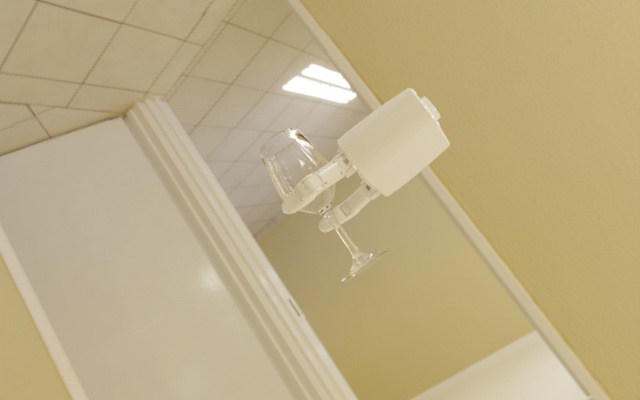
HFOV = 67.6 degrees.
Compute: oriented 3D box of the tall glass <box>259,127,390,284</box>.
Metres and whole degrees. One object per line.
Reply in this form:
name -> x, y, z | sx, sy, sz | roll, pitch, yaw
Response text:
tall glass -> 0.000, 0.003, 0.611 | 0.079, 0.201, 0.079 | -33, -14, -9
